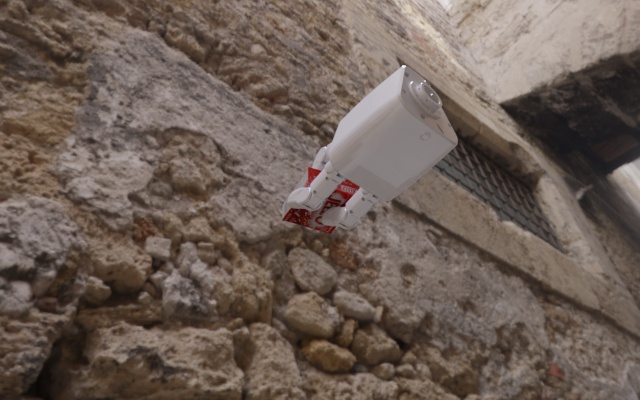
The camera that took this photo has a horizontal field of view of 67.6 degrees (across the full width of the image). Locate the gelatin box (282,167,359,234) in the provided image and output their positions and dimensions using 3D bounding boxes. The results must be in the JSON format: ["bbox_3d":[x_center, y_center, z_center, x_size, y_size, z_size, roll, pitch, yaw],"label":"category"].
[{"bbox_3d":[0.000,0.002,0.621,0.073,0.030,0.089,17,-42,-20],"label":"gelatin box"}]
